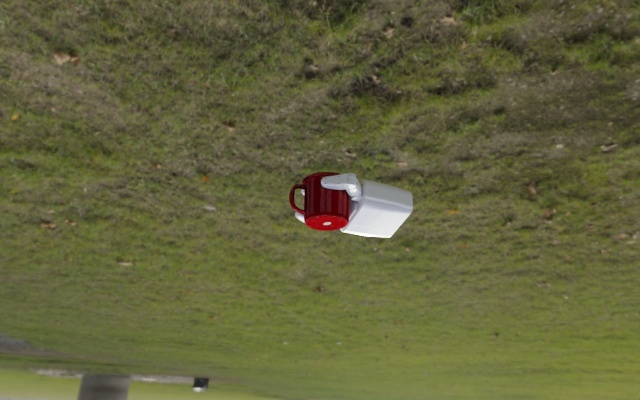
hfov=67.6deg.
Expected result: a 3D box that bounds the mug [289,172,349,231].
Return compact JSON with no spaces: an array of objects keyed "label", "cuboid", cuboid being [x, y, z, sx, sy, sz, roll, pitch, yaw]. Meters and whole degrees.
[{"label":"mug","cuboid":[-0.001,0.003,0.863,0.117,0.081,0.093,10,-25,-20]}]
